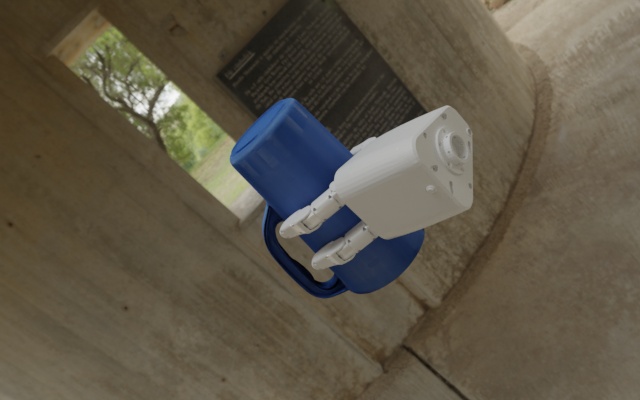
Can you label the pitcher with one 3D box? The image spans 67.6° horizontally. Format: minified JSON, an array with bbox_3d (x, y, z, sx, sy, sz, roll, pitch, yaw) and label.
[{"bbox_3d":[0.000,0.002,0.595,0.243,0.149,0.145,45,-40,-19],"label":"pitcher"}]
